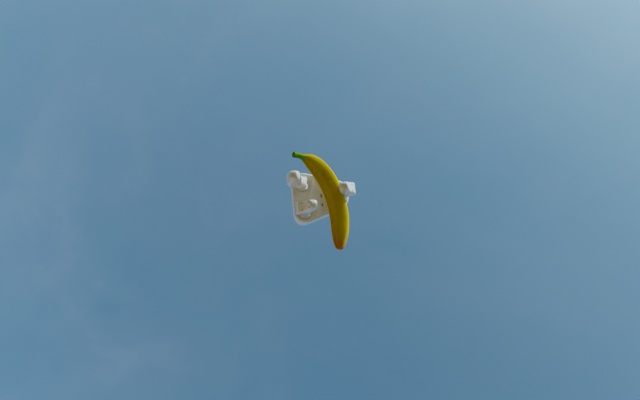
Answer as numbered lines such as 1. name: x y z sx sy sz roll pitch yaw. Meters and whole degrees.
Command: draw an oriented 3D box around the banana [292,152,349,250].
1. banana: 0.013 -0.007 0.887 0.069 0.198 0.037 -26 -1 -28
